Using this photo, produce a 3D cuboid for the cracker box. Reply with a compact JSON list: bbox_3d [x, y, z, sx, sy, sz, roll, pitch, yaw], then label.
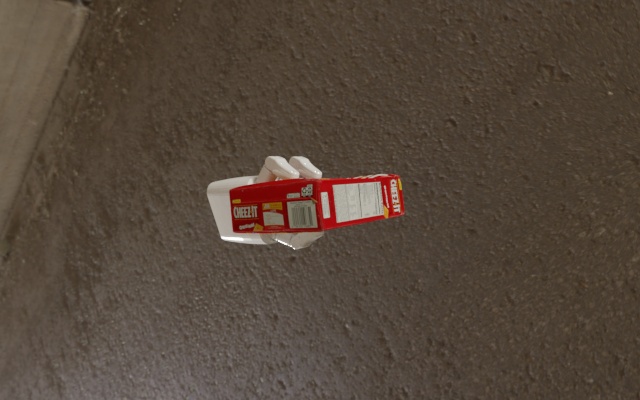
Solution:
[{"bbox_3d":[0.000,0.003,0.706,0.164,0.072,0.213,-4,2,38],"label":"cracker box"}]
